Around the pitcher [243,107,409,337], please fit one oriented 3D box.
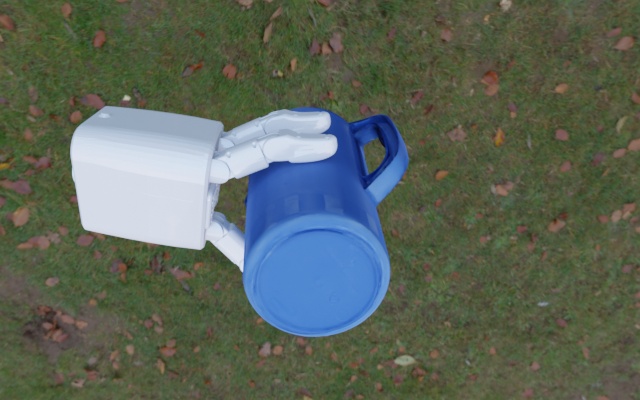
[{"bbox_3d":[0.000,0.001,0.444,0.145,0.149,0.242,11,25,-9],"label":"pitcher"}]
